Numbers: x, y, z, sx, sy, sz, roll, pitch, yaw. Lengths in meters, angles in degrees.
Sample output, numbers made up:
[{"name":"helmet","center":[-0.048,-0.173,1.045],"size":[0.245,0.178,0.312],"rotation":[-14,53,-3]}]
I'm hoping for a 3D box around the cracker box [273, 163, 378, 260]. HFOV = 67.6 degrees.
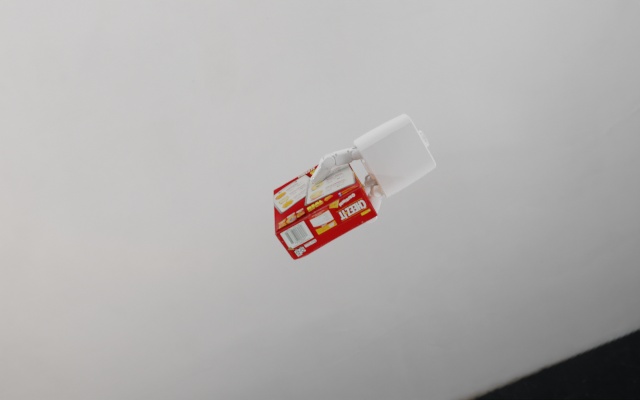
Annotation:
[{"name":"cracker box","center":[0.000,0.003,0.877],"size":[0.164,0.072,0.213],"rotation":[-30,21,5]}]
